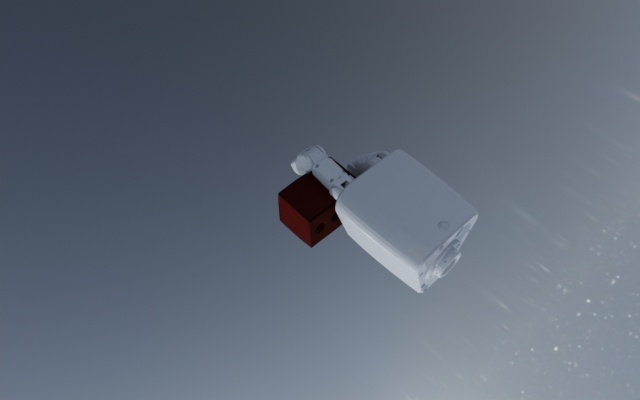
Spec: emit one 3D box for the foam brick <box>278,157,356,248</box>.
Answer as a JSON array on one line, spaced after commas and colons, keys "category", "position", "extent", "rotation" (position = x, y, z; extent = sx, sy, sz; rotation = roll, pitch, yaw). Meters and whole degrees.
[{"category": "foam brick", "position": [0.000, 0.002, 0.515], "extent": [0.078, 0.051, 0.053], "rotation": [-37, -27, -22]}]
